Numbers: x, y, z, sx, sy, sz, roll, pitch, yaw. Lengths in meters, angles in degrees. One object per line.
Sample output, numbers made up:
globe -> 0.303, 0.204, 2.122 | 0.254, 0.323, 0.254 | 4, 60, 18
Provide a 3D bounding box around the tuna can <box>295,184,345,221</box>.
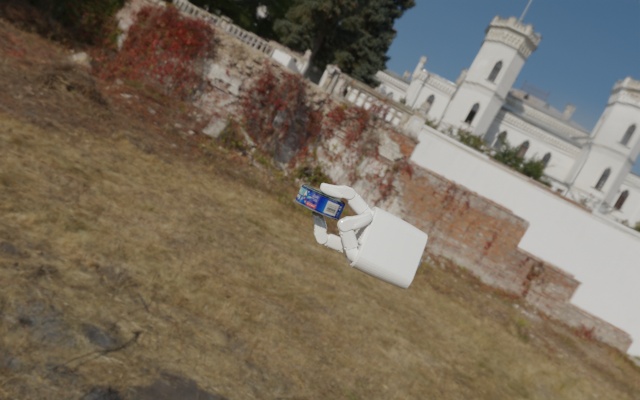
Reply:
tuna can -> 0.000, 0.002, 0.845 | 0.086, 0.034, 0.086 | 24, 4, -2
